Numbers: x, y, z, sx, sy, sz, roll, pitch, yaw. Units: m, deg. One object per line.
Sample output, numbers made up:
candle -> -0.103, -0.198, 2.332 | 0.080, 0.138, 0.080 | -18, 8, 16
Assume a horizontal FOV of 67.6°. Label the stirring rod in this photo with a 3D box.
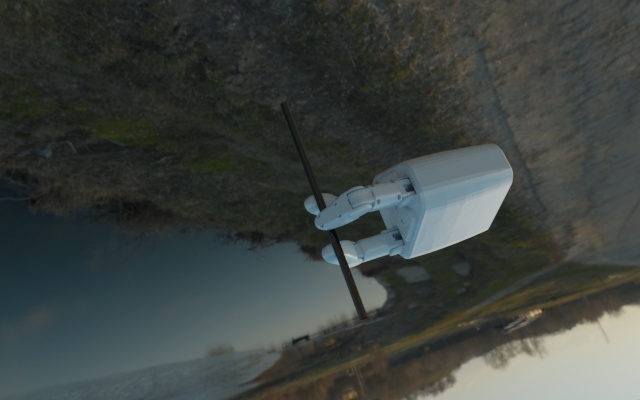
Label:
stirring rod -> 0.000, 0.001, 0.474 | 0.011, 0.239, 0.011 | -18, -20, -7
